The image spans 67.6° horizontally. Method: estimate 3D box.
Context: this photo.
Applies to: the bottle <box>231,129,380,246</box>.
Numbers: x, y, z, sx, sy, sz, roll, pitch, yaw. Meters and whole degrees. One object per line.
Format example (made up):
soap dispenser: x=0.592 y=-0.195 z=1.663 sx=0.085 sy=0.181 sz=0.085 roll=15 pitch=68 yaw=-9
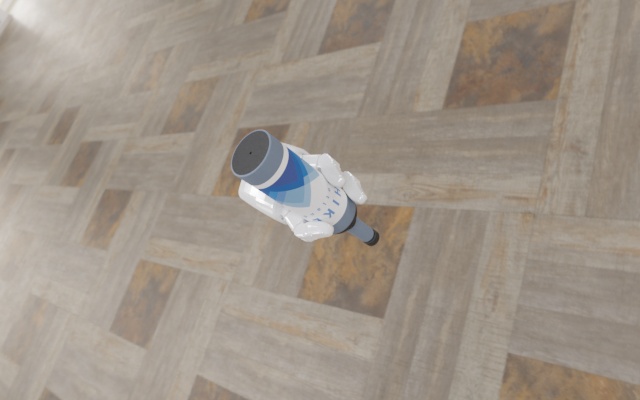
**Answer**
bottle: x=0.000 y=0.002 z=0.685 sx=0.069 sy=0.069 sz=0.296 roll=0 pitch=-24 yaw=40
